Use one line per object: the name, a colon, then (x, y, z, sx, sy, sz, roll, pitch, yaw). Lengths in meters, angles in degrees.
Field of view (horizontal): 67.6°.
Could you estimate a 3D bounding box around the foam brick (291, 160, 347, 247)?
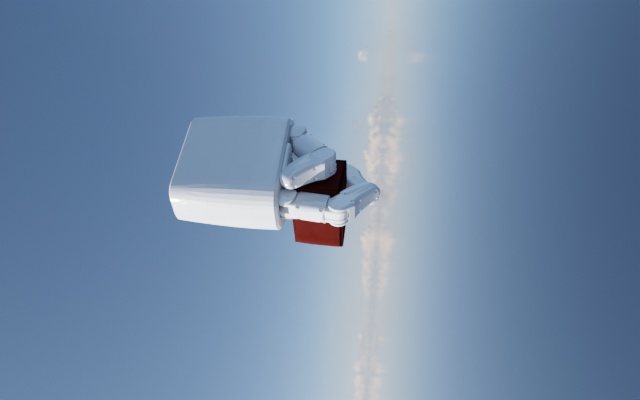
foam brick: (0.000, 0.002, 0.495, 0.051, 0.078, 0.053, 3, 41, 7)
